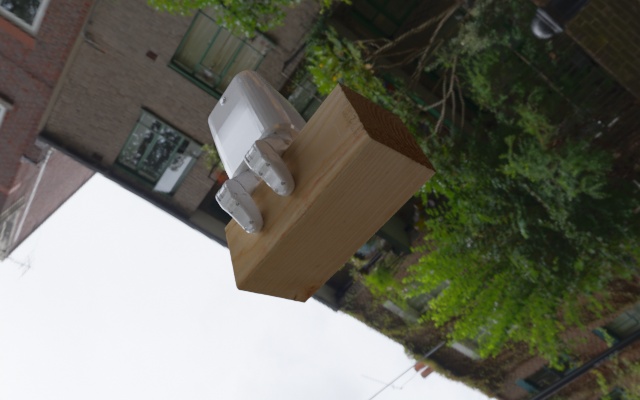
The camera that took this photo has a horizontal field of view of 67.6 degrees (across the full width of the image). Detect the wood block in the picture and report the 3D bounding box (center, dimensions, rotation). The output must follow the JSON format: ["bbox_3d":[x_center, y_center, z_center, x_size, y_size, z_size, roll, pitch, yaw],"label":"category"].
[{"bbox_3d":[0.000,0.001,0.480,0.091,0.090,0.206,19,-56,-37],"label":"wood block"}]
